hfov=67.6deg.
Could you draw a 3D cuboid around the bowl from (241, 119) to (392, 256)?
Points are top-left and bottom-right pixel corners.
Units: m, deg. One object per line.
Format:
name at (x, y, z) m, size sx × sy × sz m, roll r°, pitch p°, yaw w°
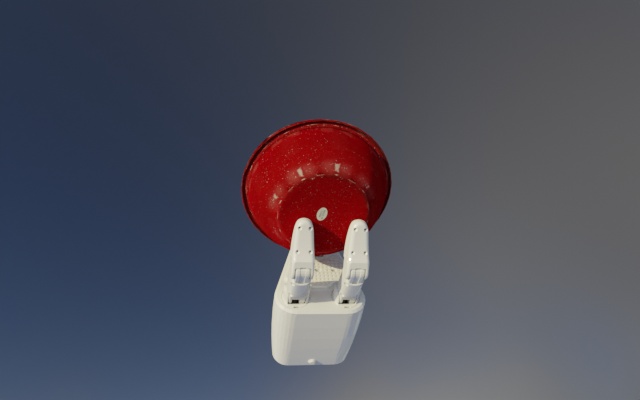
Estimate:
bowl at (0.000, 0.001, 0.489) m, size 0.162 × 0.162 × 0.055 m, roll 0°, pitch 30°, yaw -8°
